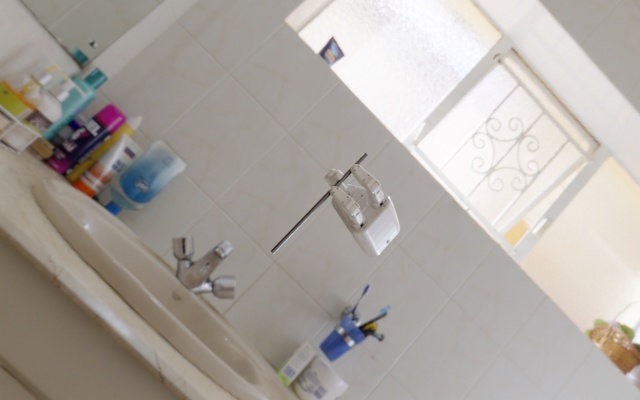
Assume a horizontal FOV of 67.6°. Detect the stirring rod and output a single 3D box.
[{"bbox_3d":[0.000,0.003,0.827,0.011,0.239,0.011,42,-11,10],"label":"stirring rod"}]
